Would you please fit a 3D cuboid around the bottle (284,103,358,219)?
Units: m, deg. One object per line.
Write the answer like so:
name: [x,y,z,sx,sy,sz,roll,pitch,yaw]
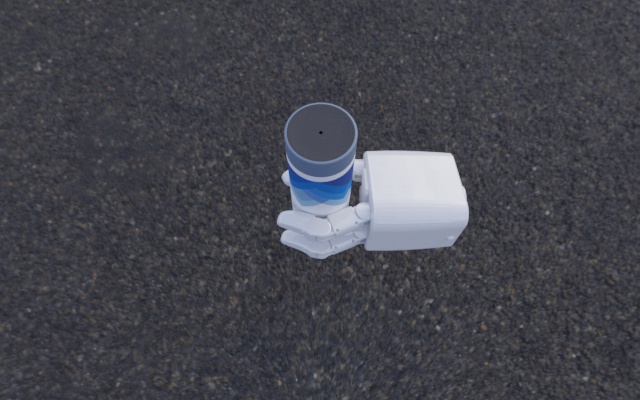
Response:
bottle: [0.000,0.002,0.562,0.069,0.069,0.296,0,-25,0]
